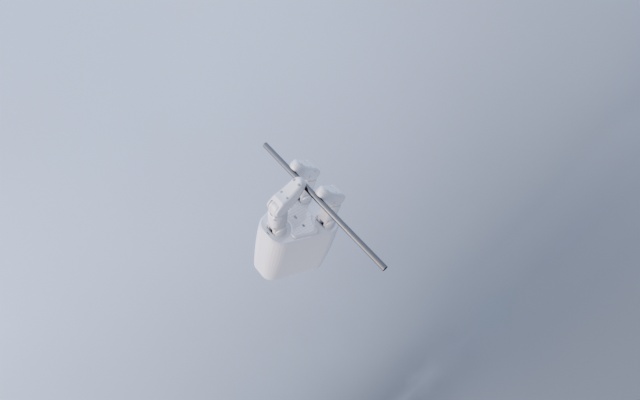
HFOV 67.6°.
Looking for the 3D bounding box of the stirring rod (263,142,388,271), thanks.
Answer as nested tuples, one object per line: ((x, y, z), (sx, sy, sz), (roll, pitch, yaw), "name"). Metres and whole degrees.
((0.000, 0.002, 0.616), (0.239, 0.011, 0.011), (46, 22, 23), "stirring rod")
